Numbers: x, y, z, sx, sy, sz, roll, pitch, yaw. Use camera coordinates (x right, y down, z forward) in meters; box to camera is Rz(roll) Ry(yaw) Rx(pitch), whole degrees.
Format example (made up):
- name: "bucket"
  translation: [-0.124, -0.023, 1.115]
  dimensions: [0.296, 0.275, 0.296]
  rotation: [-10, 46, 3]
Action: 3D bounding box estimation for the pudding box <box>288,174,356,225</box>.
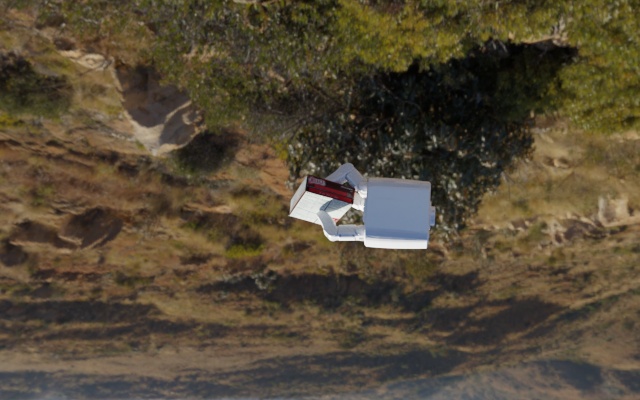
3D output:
- name: "pudding box"
  translation: [0.000, 0.003, 0.854]
  dimensions: [0.090, 0.039, 0.113]
  rotation: [17, -31, -13]
